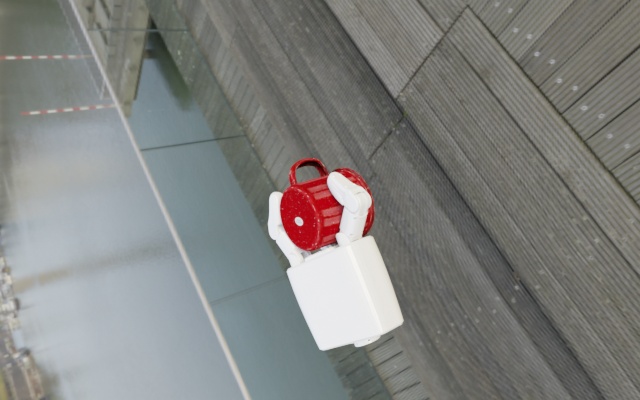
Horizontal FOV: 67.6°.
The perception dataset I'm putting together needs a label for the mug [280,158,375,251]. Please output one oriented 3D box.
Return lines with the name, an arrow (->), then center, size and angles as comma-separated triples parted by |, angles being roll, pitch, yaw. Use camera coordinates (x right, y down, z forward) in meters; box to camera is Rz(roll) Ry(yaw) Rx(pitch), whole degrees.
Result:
mug -> -0.001, 0.001, 0.583 | 0.081, 0.117, 0.093 | -17, -10, -37
